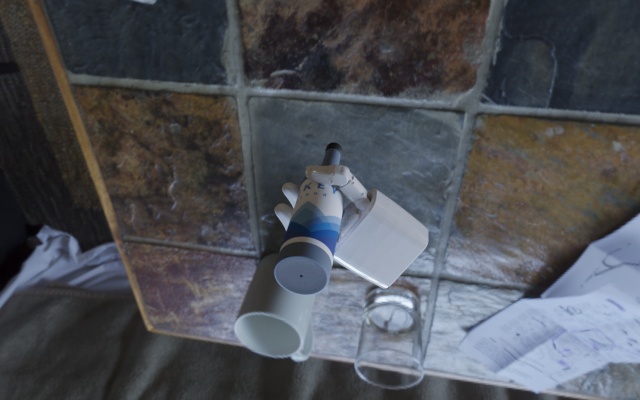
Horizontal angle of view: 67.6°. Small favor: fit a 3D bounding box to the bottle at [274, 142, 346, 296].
[{"bbox_3d":[0.000,0.002,0.677,0.069,0.069,0.295,0,36,11],"label":"bottle"}]
